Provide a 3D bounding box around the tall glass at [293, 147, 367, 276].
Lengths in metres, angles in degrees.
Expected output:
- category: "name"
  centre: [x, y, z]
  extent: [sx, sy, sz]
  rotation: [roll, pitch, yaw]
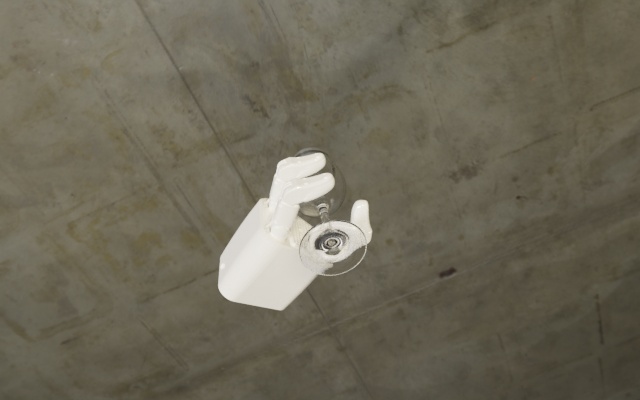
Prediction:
- category: "tall glass"
  centre: [0.000, 0.002, 0.598]
  extent: [0.079, 0.079, 0.201]
  rotation: [0, 31, -9]
